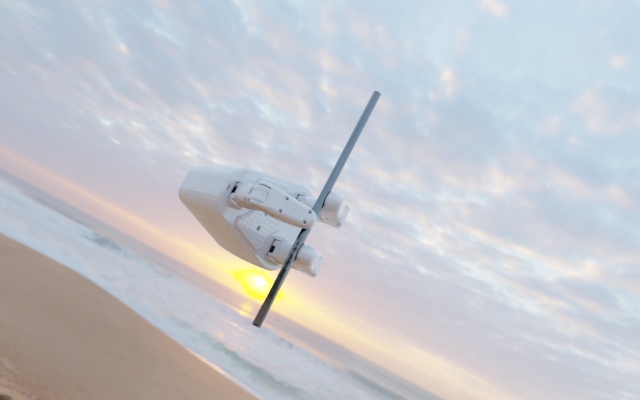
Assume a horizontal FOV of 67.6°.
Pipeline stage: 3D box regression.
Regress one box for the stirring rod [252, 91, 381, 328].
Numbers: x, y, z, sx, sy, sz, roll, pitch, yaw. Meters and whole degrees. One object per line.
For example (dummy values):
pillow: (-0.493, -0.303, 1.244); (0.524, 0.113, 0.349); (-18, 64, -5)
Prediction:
stirring rod: (0.000, 0.001, 0.427); (0.011, 0.239, 0.011); (26, -14, 7)
